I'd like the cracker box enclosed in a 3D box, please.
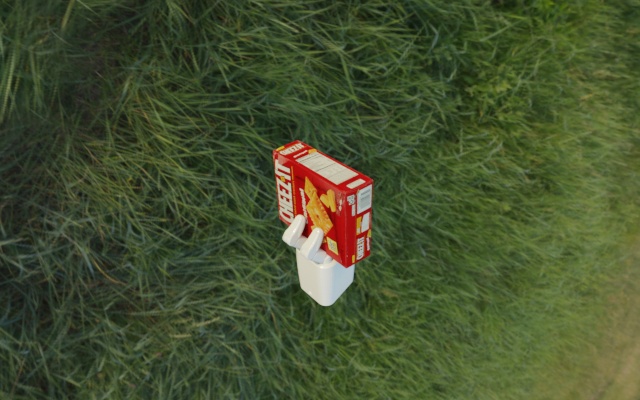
[{"bbox_3d":[0.000,0.003,0.895,0.072,0.164,0.213,-25,39,-32],"label":"cracker box"}]
